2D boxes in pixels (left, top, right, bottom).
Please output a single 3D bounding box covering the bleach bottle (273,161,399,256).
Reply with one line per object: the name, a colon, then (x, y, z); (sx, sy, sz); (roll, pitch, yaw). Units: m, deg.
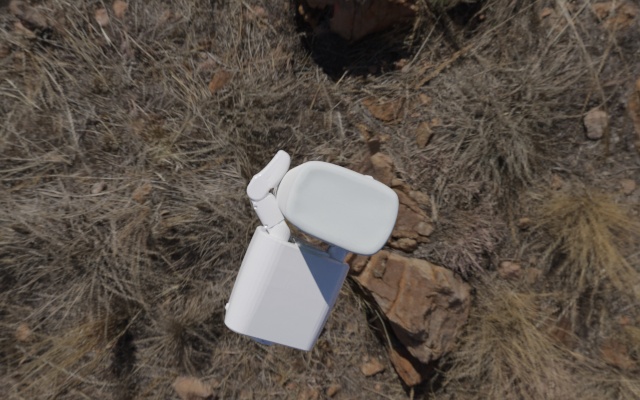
bleach bottle: (0.000, 0.002, 0.533); (0.102, 0.068, 0.251); (22, -1, -8)
